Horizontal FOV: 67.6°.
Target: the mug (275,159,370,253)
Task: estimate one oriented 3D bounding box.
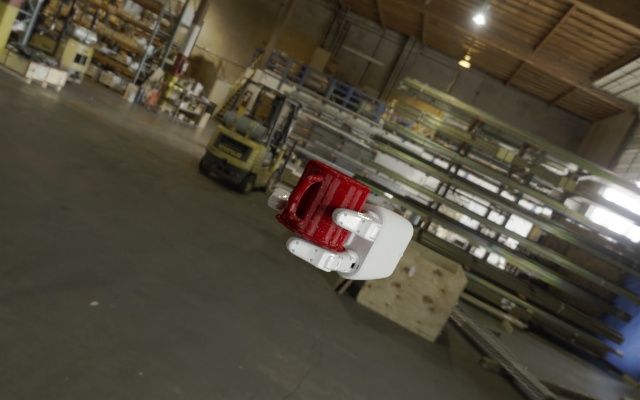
[{"bbox_3d":[-0.001,0.001,0.552,0.093,0.081,0.117,31,7,32],"label":"mug"}]
